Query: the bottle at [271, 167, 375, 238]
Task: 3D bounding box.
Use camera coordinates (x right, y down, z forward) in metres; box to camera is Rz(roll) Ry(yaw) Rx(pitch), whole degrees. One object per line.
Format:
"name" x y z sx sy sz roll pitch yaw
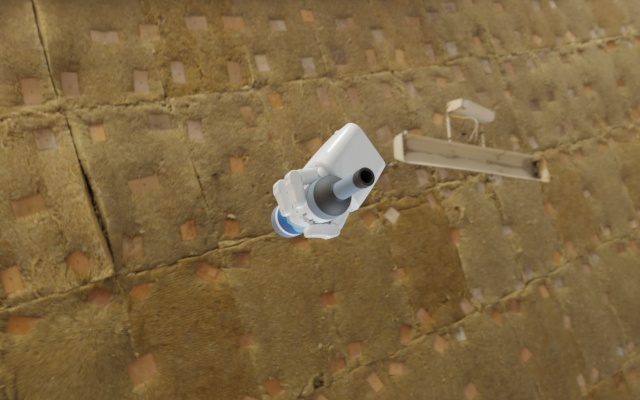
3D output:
"bottle" 0.000 0.003 0.772 0.069 0.069 0.296 0 -14 -26
